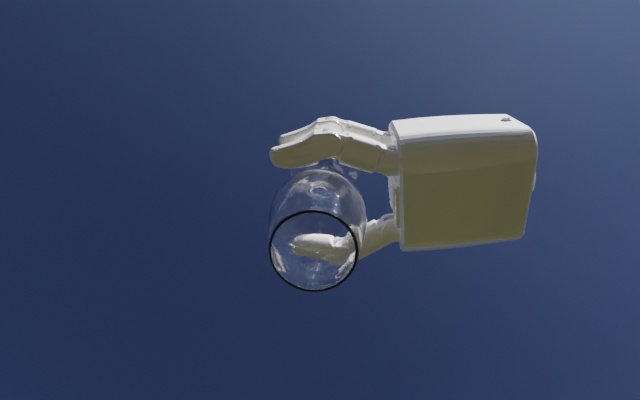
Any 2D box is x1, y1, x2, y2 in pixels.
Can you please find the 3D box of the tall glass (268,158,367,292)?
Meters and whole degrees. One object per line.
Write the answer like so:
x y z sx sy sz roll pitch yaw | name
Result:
0.000 0.001 0.417 0.079 0.079 0.201 0 20 3 | tall glass
